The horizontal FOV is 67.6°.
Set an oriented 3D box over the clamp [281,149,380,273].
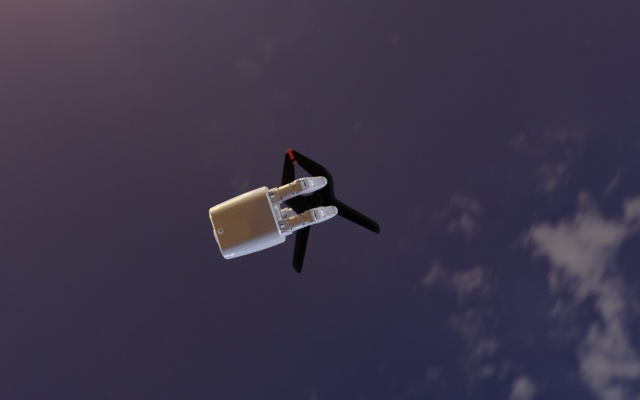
[{"bbox_3d":[0.000,0.002,0.838,0.164,0.210,0.036,-19,-9,-1],"label":"clamp"}]
